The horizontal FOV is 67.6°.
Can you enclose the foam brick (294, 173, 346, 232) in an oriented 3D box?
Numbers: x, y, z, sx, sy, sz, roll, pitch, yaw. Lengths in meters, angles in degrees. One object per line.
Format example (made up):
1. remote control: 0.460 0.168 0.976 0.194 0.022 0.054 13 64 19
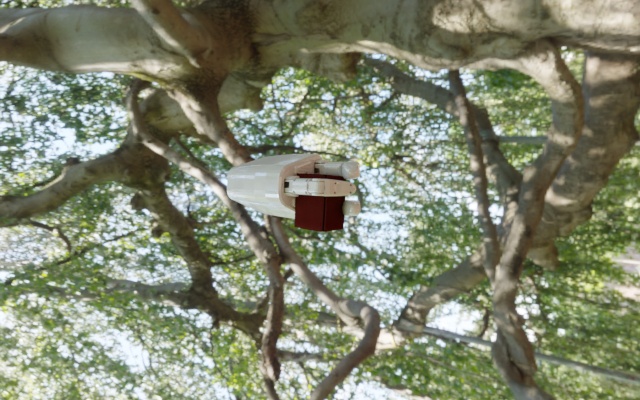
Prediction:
1. foam brick: 0.000 0.002 0.670 0.051 0.078 0.053 4 1 33
